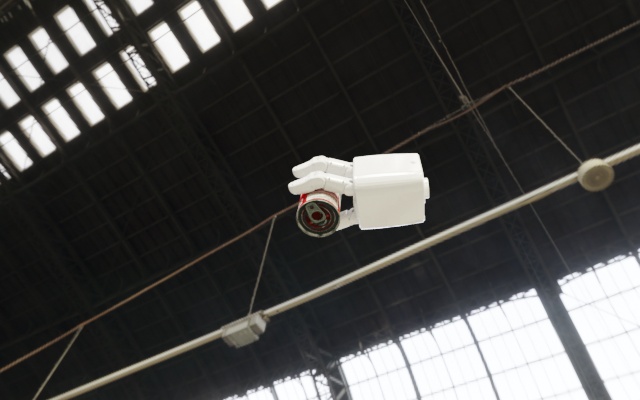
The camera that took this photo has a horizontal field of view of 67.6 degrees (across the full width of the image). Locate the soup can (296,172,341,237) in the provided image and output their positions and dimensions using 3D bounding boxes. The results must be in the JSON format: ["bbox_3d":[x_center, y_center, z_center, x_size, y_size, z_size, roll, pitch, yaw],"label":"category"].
[{"bbox_3d":[0.000,0.003,0.772,0.068,0.068,0.102,0,31,5],"label":"soup can"}]
